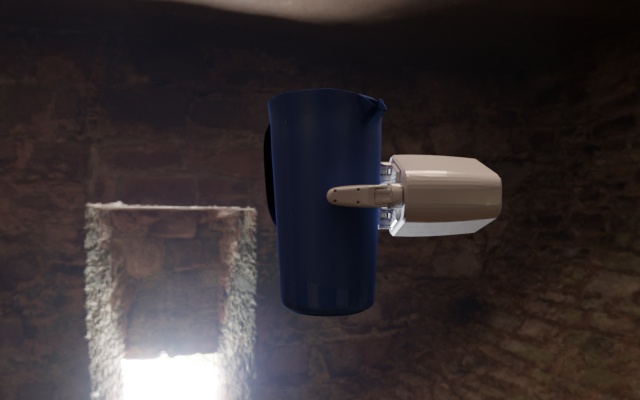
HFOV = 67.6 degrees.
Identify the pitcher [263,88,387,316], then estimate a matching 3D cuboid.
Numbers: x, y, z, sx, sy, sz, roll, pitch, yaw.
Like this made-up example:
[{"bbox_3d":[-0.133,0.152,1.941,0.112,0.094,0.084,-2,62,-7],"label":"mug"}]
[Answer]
[{"bbox_3d":[0.000,0.002,0.556,0.145,0.243,0.149,0,-1,-1],"label":"pitcher"}]
